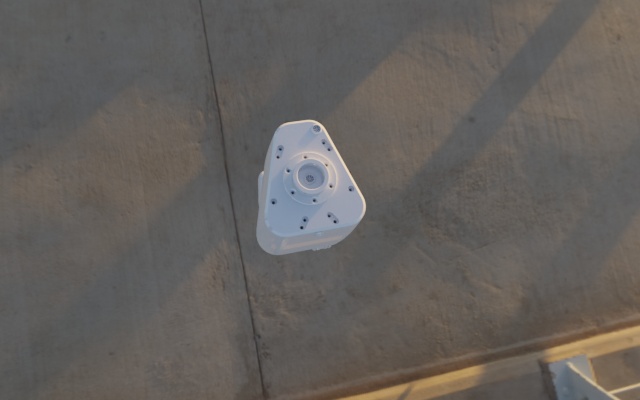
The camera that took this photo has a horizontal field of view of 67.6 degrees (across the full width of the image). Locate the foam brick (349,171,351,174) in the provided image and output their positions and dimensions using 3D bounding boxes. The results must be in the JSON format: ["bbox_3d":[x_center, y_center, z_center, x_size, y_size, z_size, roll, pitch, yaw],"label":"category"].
[{"bbox_3d":[0.000,0.002,0.558,0.078,0.053,0.051,-10,-11,-11],"label":"foam brick"}]
